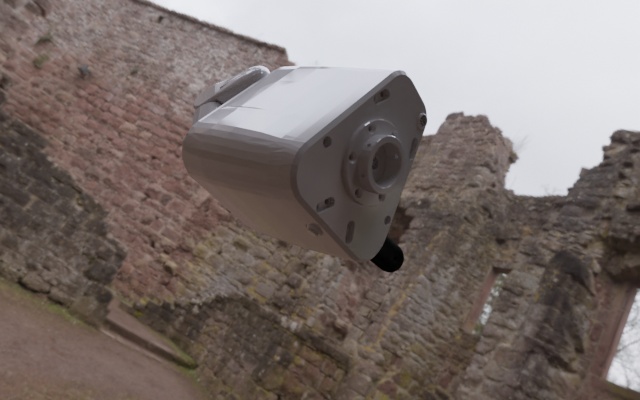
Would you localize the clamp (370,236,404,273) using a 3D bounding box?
[{"bbox_3d":[0.000,0.001,0.408,0.120,0.039,0.171,15,-24,45],"label":"clamp"}]
